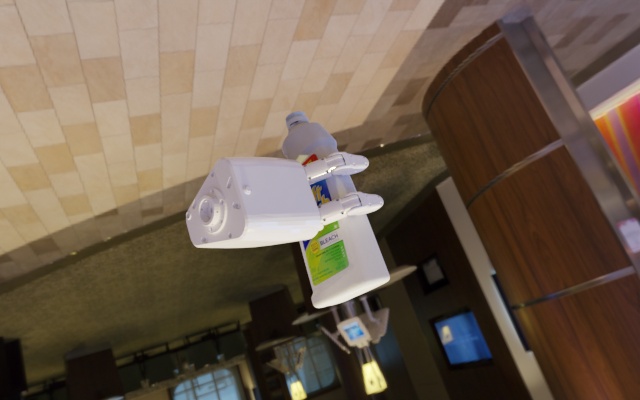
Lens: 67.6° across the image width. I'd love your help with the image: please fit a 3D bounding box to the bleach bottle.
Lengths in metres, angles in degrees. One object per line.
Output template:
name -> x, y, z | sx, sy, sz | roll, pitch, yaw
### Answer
bleach bottle -> 0.000, 0.002, 0.618 | 0.102, 0.250, 0.068 | -33, -22, 36
